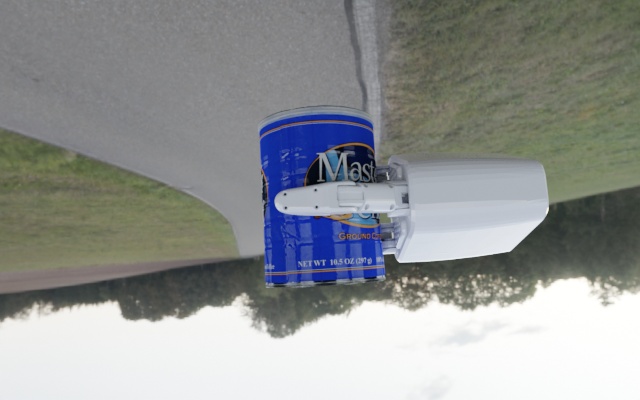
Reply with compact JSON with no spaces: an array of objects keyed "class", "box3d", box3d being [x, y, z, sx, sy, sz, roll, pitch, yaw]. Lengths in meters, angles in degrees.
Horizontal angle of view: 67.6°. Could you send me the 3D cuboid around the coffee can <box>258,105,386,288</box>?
[{"class":"coffee can","box3d":[0.000,0.001,0.415,0.103,0.140,0.103,-3,-8,0]}]
